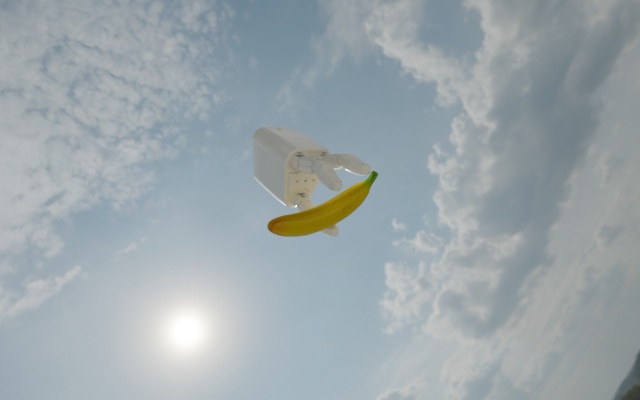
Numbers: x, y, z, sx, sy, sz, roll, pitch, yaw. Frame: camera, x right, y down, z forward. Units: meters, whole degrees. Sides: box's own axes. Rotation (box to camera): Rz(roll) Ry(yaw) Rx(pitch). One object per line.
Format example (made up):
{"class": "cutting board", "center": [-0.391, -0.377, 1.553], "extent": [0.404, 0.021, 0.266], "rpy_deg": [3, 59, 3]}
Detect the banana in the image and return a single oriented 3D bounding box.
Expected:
{"class": "banana", "center": [0.003, 0.015, 0.728], "extent": [0.197, 0.070, 0.037], "rpy_deg": [-28, 48, -26]}
